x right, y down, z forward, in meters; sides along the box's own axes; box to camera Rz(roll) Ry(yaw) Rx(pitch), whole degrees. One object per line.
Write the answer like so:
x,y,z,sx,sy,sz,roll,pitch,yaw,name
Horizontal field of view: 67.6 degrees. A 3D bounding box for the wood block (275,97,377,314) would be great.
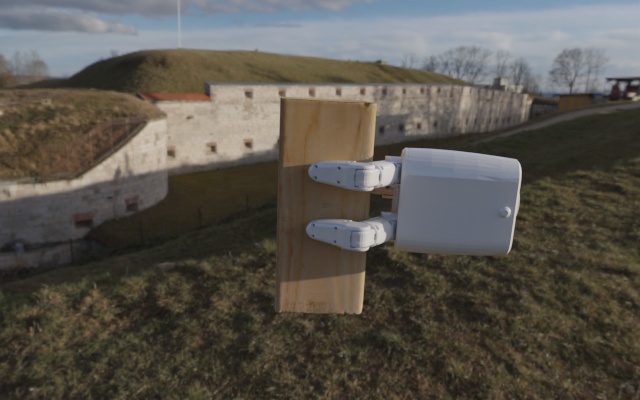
0.000,0.001,0.489,0.090,0.206,0.090,2,13,-3,wood block
